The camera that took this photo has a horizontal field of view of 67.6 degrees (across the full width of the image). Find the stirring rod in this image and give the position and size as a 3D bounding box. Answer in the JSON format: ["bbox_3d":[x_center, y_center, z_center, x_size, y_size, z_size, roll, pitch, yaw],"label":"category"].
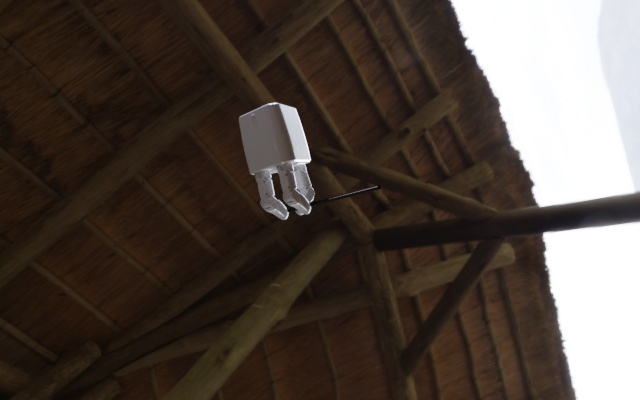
[{"bbox_3d":[0.000,0.003,0.833,0.239,0.011,0.011,-15,-9,37],"label":"stirring rod"}]
